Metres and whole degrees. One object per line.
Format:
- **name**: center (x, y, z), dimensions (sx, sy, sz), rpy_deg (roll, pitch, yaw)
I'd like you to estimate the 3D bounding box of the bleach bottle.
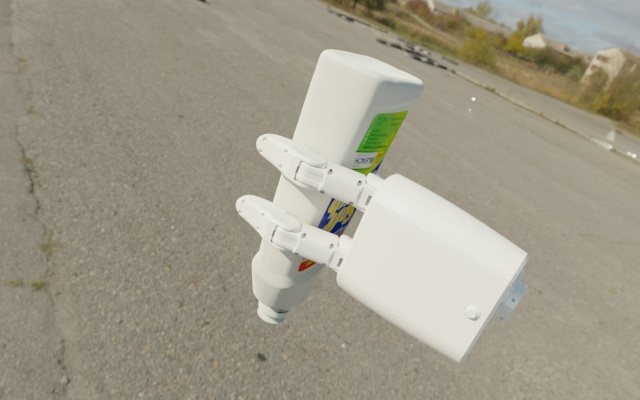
- **bleach bottle**: center (0.000, 0.001, 0.421), dimensions (0.068, 0.251, 0.102), rpy_deg (32, 25, 23)
